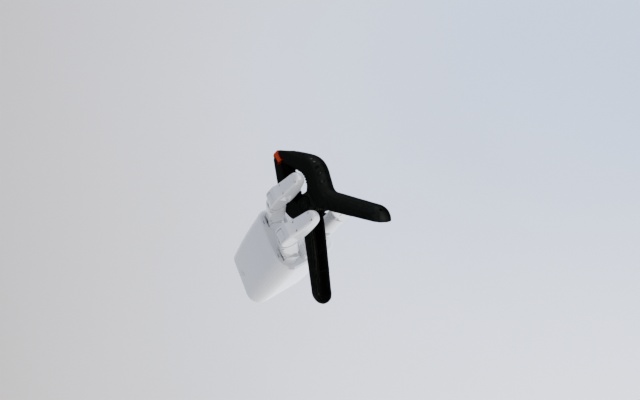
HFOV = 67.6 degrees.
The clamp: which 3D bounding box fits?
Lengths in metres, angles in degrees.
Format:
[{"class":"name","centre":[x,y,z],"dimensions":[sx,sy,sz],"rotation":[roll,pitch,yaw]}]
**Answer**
[{"class":"clamp","centre":[0.000,0.002,0.607],"dimensions":[0.036,0.210,0.165],"rotation":[-1,-37,-40]}]
